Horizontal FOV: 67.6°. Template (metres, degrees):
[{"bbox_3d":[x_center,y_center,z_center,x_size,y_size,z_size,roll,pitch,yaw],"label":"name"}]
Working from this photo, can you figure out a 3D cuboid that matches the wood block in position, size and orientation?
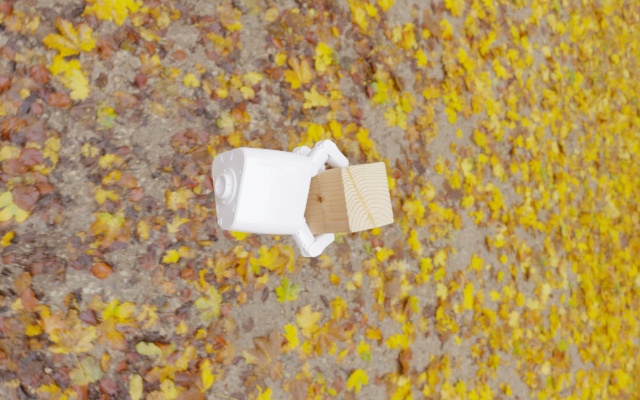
[{"bbox_3d":[0.000,0.003,0.736,0.090,0.091,0.206,-10,2,-40],"label":"wood block"}]
